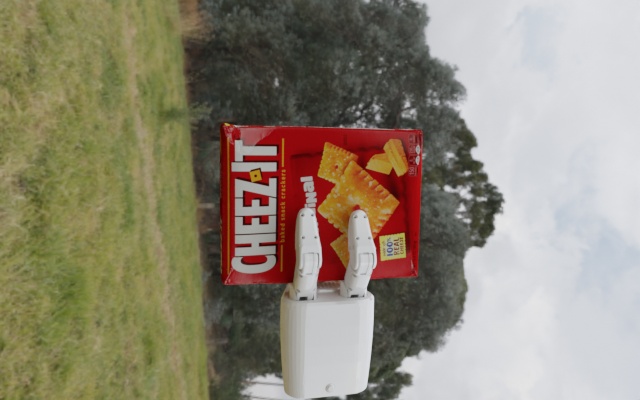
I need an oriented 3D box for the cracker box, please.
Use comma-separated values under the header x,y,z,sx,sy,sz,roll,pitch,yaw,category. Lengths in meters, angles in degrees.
x,y,z,sx,sy,sz,roll,pitch,yaw,category
0.000,0.002,0.518,0.214,0.164,0.072,0,8,-13,cracker box
